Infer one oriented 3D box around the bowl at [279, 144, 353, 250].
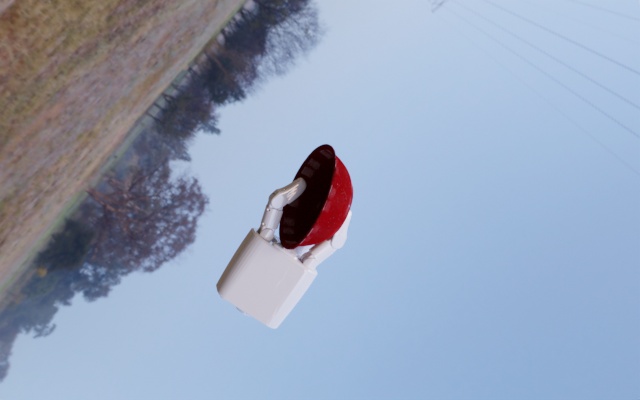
[{"bbox_3d":[0.001,0.001,0.691,0.055,0.162,0.162,22,-9,-22],"label":"bowl"}]
